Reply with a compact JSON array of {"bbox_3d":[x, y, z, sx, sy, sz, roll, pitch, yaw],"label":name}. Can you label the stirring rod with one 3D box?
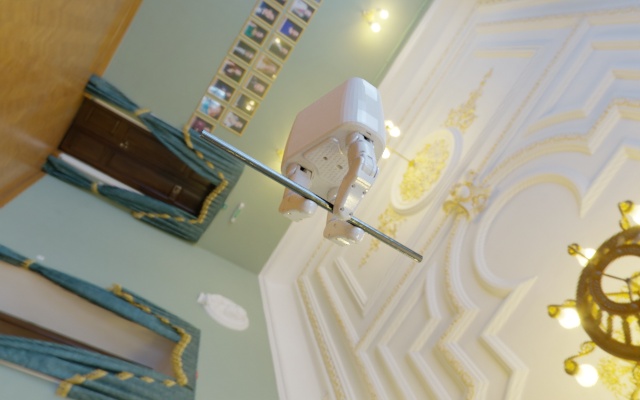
[{"bbox_3d":[0.000,0.001,0.434,0.239,0.011,0.011,30,-11,-19],"label":"stirring rod"}]
